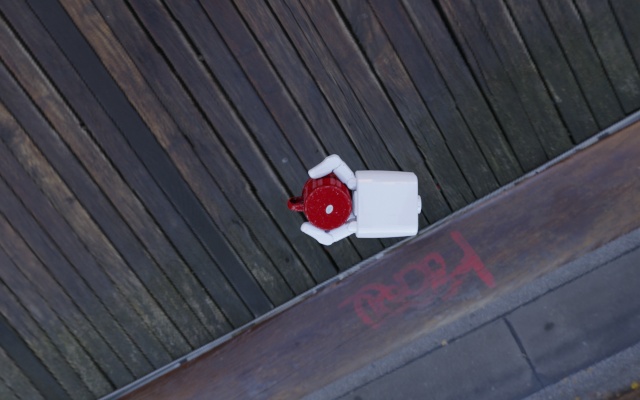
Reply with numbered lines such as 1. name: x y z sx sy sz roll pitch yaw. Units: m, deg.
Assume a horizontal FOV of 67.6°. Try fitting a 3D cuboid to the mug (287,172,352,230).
1. mug: -0.001 0.003 0.836 0.117 0.093 0.081 -1 15 0
